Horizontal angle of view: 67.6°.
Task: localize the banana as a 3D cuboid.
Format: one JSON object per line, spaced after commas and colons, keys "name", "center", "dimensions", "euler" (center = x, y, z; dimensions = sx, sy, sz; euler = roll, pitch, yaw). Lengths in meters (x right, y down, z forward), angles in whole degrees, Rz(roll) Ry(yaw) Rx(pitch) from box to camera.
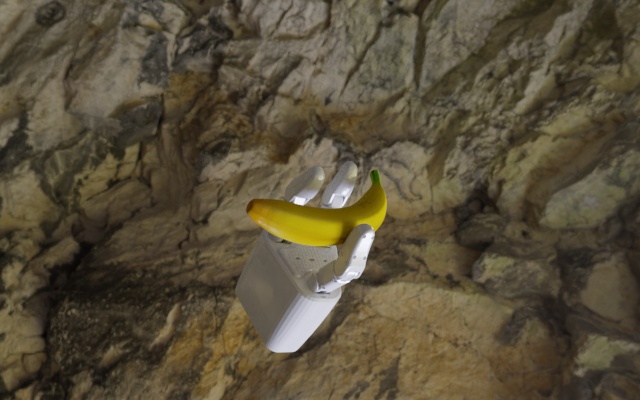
{"name": "banana", "center": [0.013, 0.015, 0.489], "dimensions": [0.198, 0.069, 0.037], "euler": [-14, -30, -47]}
